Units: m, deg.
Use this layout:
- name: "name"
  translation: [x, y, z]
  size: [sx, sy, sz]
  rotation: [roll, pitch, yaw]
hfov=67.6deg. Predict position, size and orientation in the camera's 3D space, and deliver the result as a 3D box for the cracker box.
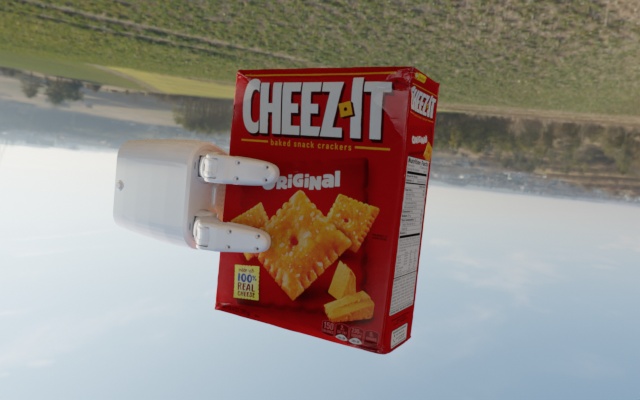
- name: "cracker box"
  translation: [0.000, 0.001, 0.401]
  size: [0.164, 0.214, 0.072]
  rotation: [8, 4, 29]
